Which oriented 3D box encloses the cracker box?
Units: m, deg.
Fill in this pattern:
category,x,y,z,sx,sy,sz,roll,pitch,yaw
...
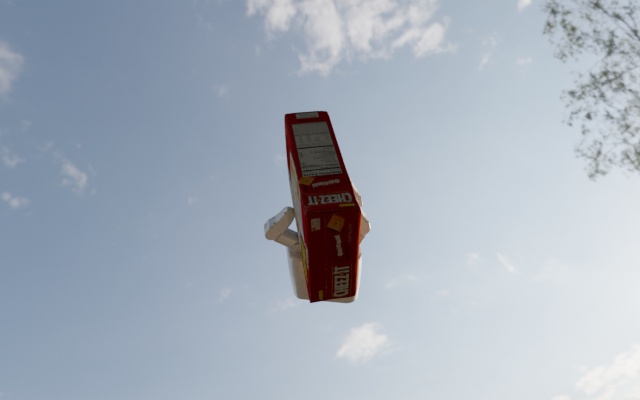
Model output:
category,x,y,z,sx,sy,sz,roll,pitch,yaw
cracker box,0.000,0.002,0.652,0.072,0.164,0.213,-7,42,-6
